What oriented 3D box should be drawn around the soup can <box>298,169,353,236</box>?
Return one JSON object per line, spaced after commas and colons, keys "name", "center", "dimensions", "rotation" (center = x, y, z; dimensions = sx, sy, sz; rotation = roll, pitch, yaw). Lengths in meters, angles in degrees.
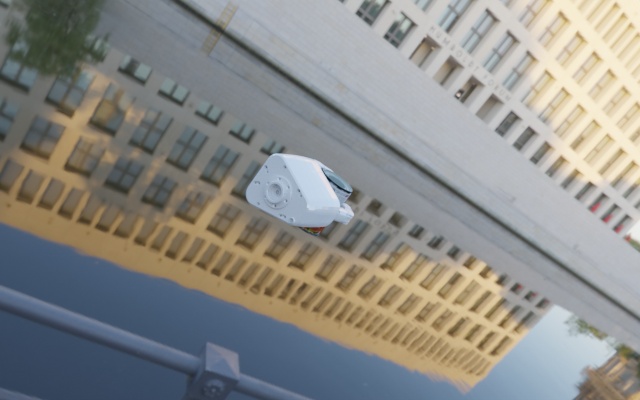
{"name": "soup can", "center": [0.001, 0.003, 0.842], "dimensions": [0.068, 0.102, 0.068], "rotation": [34, 16, -11]}
